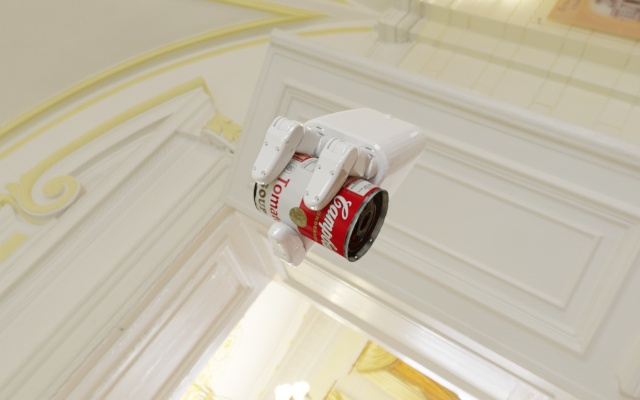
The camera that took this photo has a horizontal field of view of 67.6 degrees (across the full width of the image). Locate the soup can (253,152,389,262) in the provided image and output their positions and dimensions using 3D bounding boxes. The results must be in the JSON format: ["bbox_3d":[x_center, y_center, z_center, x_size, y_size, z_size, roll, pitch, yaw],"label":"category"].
[{"bbox_3d":[0.000,0.002,0.423,0.102,0.068,0.068,26,12,25],"label":"soup can"}]
